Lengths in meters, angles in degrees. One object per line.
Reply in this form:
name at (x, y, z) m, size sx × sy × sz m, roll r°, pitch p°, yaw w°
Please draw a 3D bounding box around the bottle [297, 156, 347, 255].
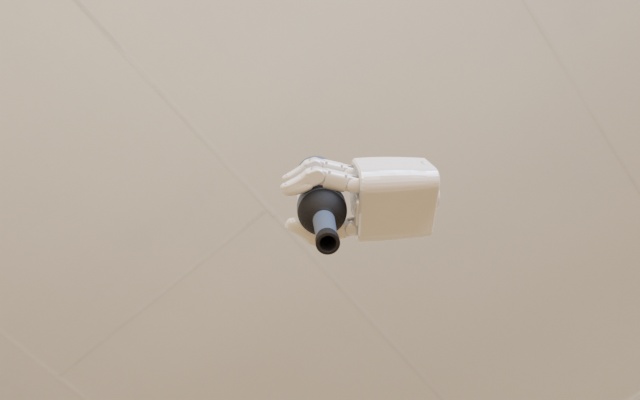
bottle at (0.000, 0.002, 0.666) m, size 0.069 × 0.069 × 0.295 m, roll 0°, pitch 18°, yaw -3°
